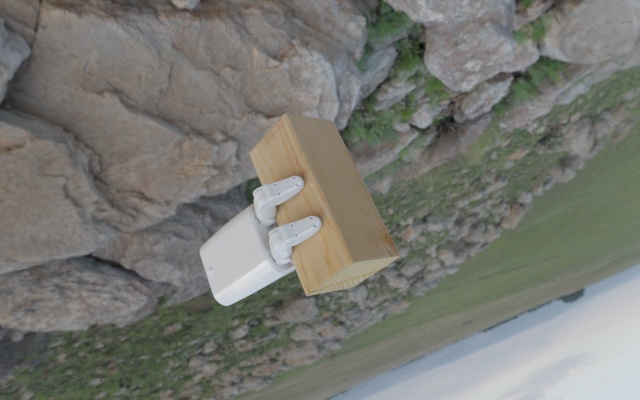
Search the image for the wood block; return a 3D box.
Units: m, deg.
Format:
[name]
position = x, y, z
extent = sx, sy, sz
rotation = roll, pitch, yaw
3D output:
[wood block]
position = 0.000, 0.002, 0.601
extent = 0.091, 0.206, 0.090
rotation = 1, -33, -46
